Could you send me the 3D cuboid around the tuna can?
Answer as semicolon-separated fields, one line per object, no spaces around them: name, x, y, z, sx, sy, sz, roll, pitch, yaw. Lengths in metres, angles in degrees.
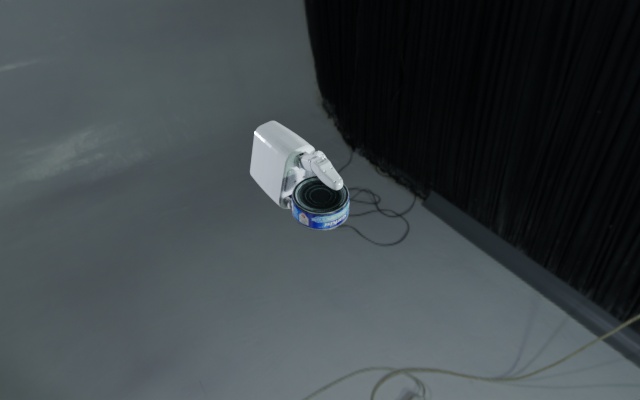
tuna can;0.000;0.002;0.701;0.086;0.034;0.086;1;43;-1
